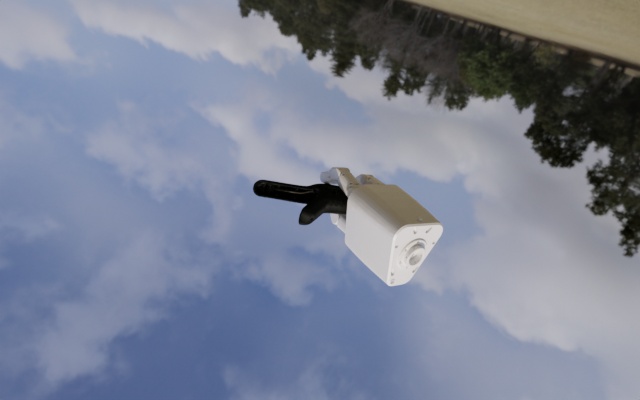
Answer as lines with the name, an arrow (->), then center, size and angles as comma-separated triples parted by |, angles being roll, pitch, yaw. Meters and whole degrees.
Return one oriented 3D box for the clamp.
clamp -> 0.000, 0.003, 0.696 | 0.171, 0.039, 0.120 | -1, 30, -35
